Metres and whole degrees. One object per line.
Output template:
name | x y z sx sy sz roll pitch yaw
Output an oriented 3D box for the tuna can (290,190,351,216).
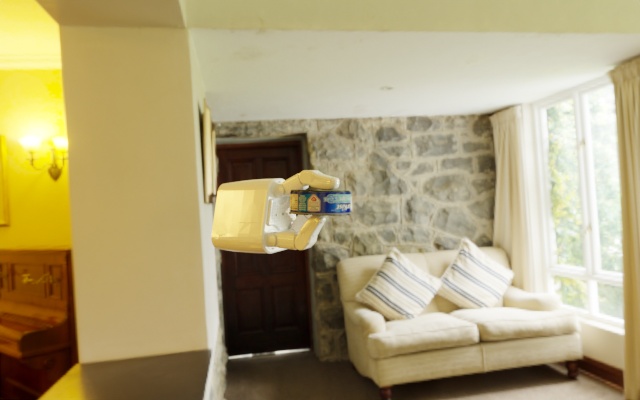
tuna can | 0.000 0.002 0.660 0.086 0.034 0.086 1 1 0
